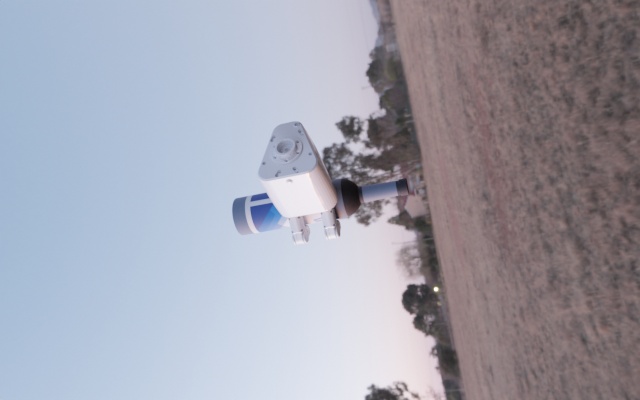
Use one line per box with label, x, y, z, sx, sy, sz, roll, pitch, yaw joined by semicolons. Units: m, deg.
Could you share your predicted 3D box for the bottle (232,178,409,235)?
bottle;0.000;0.003;0.806;0.296;0.069;0.069;-10;-2;12
